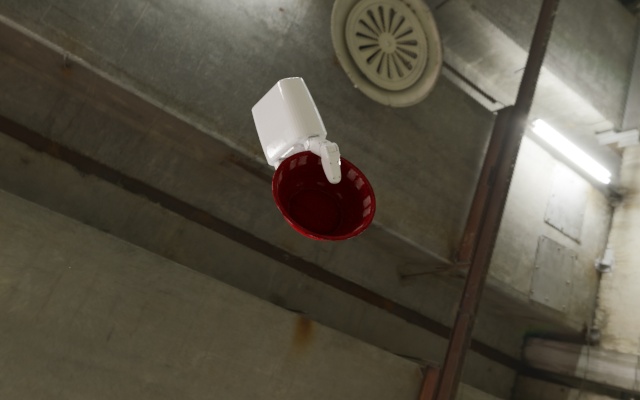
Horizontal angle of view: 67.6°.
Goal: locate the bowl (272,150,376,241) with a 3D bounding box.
[{"bbox_3d":[0.000,0.004,0.726,0.162,0.162,0.055,0,-34,-21],"label":"bowl"}]
